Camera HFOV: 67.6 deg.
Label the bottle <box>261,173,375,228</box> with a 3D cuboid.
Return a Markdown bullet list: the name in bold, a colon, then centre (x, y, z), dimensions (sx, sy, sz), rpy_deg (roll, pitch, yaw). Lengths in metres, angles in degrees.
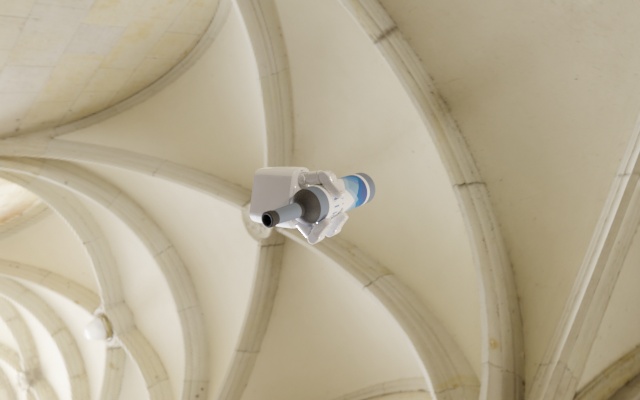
- **bottle**: centre (0.000, 0.003, 0.885), dimensions (0.069, 0.069, 0.295), rpy_deg (0, 11, 37)
